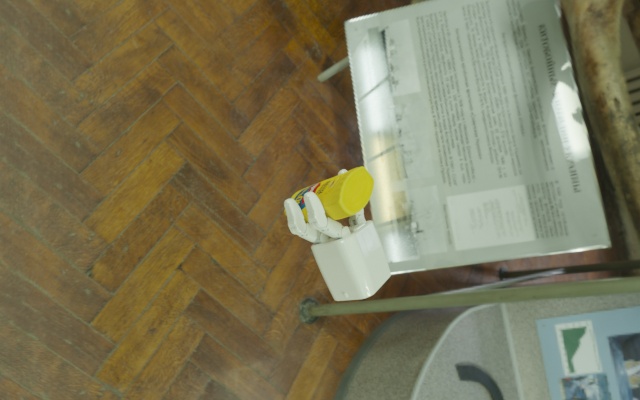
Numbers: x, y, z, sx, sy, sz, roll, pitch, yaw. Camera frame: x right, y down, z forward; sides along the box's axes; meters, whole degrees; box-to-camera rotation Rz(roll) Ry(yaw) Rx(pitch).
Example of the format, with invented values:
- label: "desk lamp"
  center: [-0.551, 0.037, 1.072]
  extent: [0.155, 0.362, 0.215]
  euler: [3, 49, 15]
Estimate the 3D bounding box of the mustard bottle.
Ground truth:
- label: "mustard bottle"
  center: [0.000, 0.002, 0.826]
  extent: [0.191, 0.058, 0.096]
  euler: [-18, 30, 48]
